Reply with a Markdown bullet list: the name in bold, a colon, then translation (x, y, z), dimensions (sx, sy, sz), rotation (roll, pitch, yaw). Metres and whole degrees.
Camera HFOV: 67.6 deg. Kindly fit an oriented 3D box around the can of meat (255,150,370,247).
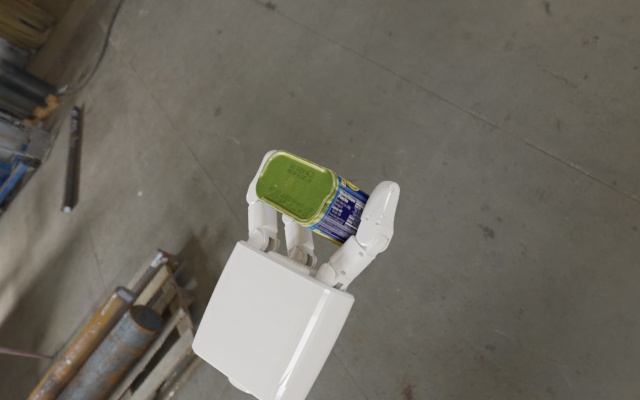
- **can of meat**: translation (0.000, 0.001, 0.436), dimensions (0.102, 0.057, 0.084), rotation (26, -3, 46)
